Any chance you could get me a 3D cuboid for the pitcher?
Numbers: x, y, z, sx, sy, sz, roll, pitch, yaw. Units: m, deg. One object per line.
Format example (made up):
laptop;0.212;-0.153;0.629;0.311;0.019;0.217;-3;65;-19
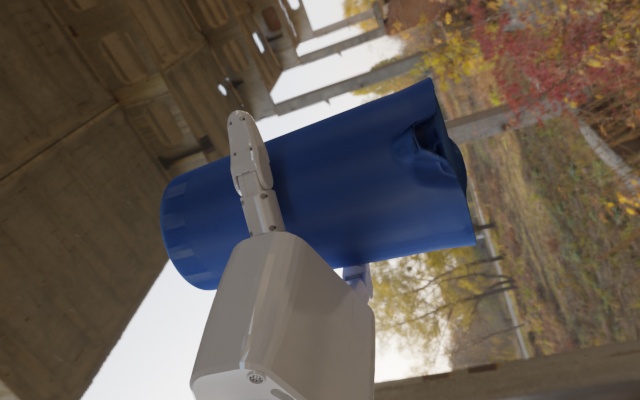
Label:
pitcher;0.000;0.001;0.409;0.243;0.149;0.145;-15;32;15
